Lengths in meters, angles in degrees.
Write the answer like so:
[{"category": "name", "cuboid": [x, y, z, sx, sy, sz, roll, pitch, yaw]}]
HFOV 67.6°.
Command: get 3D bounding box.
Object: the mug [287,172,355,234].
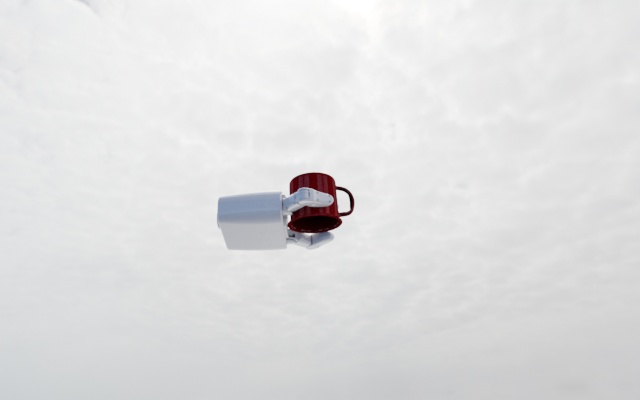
[{"category": "mug", "cuboid": [0.002, 0.002, 0.817, 0.117, 0.081, 0.093, -4, -22, -1]}]
